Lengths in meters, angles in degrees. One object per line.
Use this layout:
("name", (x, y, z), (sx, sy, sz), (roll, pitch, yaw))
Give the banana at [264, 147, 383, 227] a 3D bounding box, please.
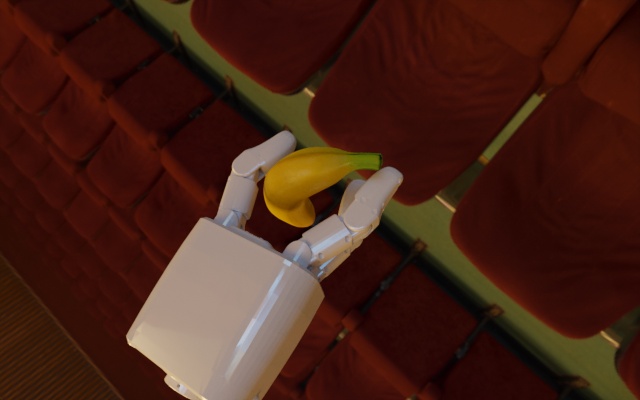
("banana", (-0.016, -0.006, 0.410), (0.069, 0.037, 0.198), (20, -17, -11))
